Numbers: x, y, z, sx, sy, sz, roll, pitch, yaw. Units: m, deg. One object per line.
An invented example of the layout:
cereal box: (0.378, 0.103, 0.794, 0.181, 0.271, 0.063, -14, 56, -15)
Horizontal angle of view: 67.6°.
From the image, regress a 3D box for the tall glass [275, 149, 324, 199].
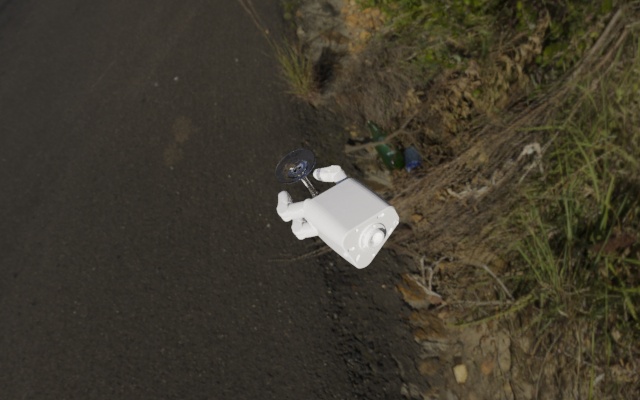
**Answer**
tall glass: (0.000, 0.002, 0.850, 0.079, 0.079, 0.201, 0, -37, 32)
